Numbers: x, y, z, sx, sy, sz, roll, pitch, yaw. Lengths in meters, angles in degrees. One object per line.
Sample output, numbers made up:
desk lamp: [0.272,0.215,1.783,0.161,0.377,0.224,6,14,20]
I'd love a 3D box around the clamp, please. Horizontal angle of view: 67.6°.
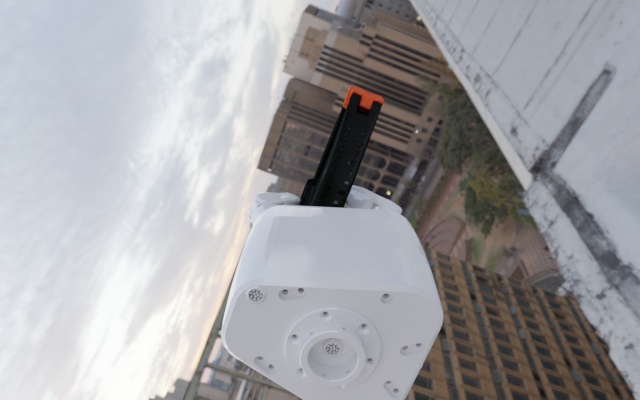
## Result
clamp: [-0.001,0.001,0.424,0.036,0.210,0.164,20,17,-6]
